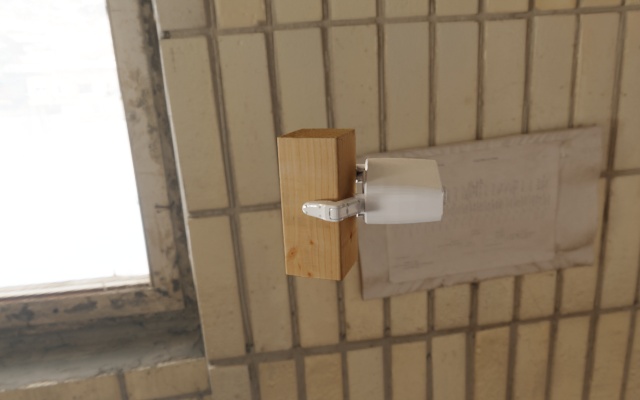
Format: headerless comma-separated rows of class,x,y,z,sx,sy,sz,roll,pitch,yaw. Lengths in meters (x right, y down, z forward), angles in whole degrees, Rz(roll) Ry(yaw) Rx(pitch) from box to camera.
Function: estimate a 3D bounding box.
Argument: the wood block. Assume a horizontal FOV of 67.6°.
wood block,0.000,0.003,0.705,0.090,0.206,0.090,3,17,20
